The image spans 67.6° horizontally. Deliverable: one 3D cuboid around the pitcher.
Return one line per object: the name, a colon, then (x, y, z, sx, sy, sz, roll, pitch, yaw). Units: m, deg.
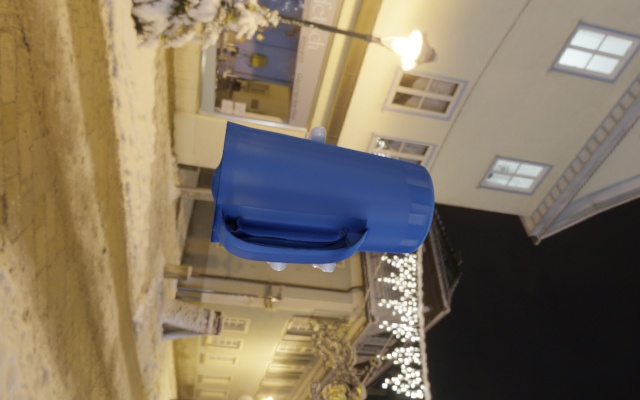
pitcher: (0.000, 0.002, 0.537, 0.243, 0.149, 0.145, 8, -10, -12)
